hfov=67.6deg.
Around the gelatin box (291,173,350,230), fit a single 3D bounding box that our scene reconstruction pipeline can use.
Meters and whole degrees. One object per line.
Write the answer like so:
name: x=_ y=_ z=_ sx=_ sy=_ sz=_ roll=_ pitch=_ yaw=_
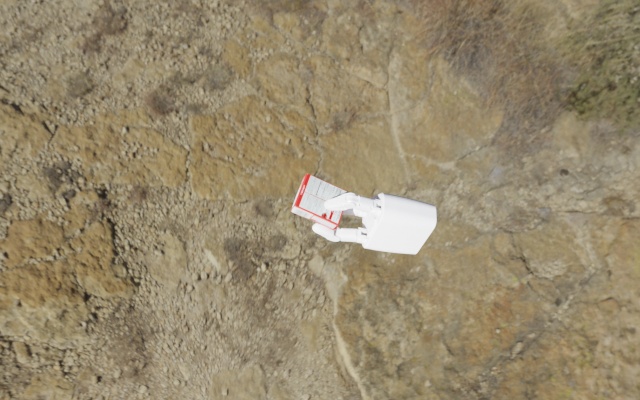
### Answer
gelatin box: x=0.000 y=0.003 z=0.864 sx=0.089 sy=0.073 sz=0.030 roll=24 pitch=-29 yaw=-9
